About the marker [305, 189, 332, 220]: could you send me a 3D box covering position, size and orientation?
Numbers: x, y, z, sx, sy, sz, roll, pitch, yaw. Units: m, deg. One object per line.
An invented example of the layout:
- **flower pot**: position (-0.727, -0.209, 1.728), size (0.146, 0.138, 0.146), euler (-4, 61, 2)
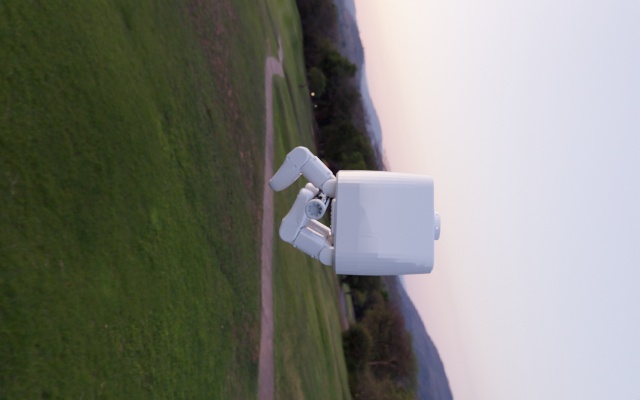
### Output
- **marker**: position (0.000, 0.002, 0.514), size (0.020, 0.020, 0.121), euler (0, 7, 5)
